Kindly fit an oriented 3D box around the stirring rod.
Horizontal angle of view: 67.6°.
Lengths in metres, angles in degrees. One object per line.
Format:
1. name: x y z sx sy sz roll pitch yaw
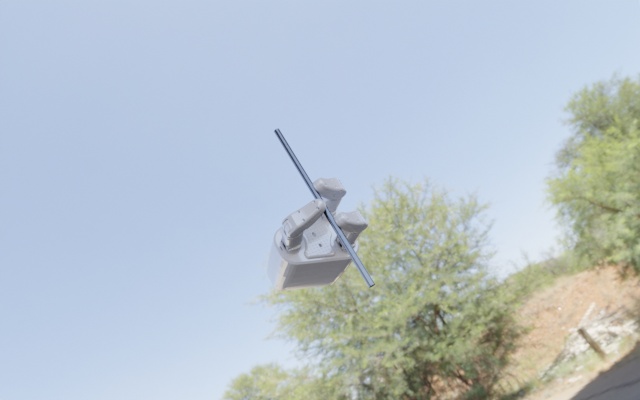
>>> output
1. stirring rod: 0.000 0.002 0.584 0.011 0.239 0.011 -26 -23 -12
